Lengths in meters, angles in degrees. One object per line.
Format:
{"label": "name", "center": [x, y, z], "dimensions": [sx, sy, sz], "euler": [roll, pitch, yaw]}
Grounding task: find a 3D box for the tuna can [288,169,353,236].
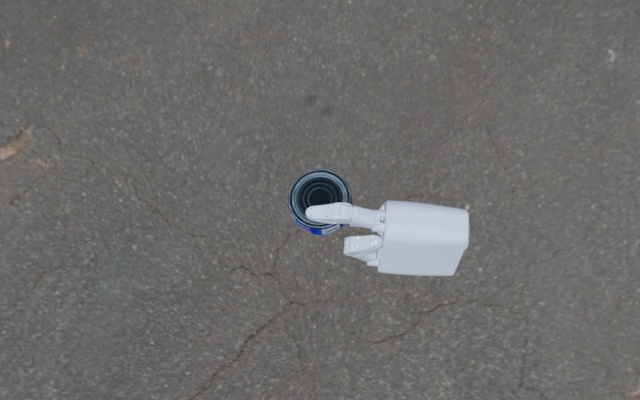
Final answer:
{"label": "tuna can", "center": [0.000, 0.002, 0.644], "dimensions": [0.086, 0.086, 0.034], "euler": [0, -19, 5]}
